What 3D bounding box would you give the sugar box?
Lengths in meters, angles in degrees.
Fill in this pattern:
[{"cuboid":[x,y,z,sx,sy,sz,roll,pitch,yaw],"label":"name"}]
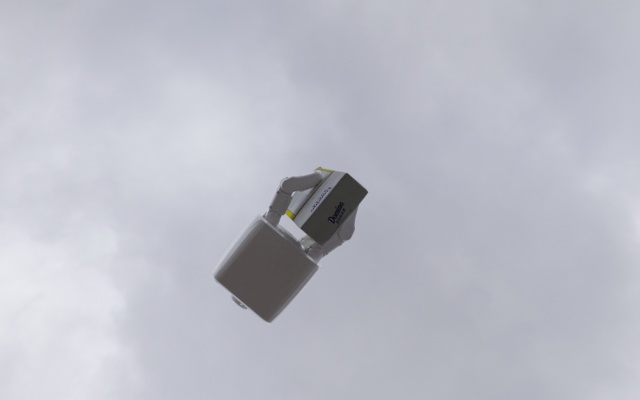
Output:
[{"cuboid":[0.000,0.003,0.671,0.048,0.093,0.176,41,-2,-16],"label":"sugar box"}]
